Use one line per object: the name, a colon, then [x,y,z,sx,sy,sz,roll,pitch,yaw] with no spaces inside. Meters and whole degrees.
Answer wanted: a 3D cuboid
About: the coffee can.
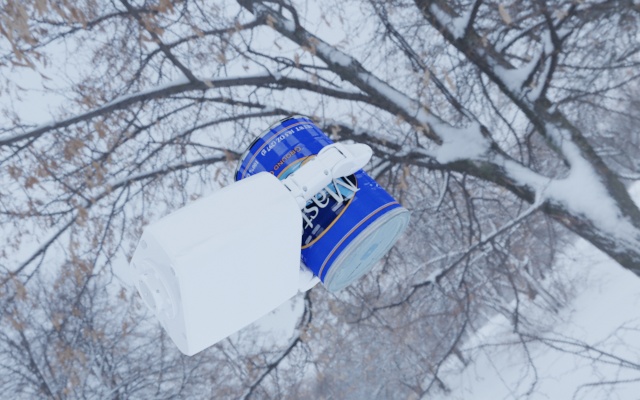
coffee can: [0.000,0.001,0.457,0.140,0.103,0.103,46,20,21]
